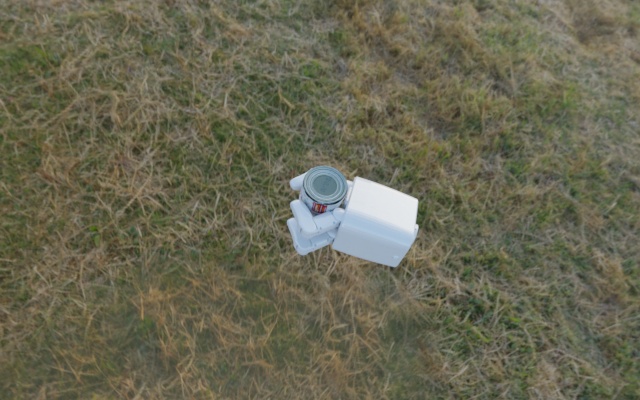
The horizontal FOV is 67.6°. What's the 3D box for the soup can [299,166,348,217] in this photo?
[{"bbox_3d":[0.000,0.002,0.729,0.068,0.068,0.102,0,-31,-10],"label":"soup can"}]
